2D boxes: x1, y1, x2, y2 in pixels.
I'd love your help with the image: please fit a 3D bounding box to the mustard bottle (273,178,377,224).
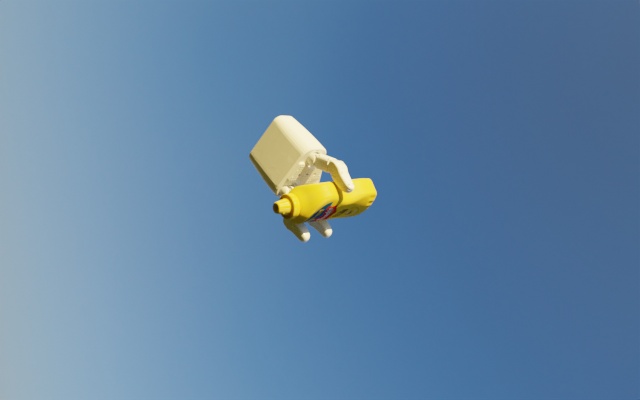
[{"bbox_3d":[0.000,0.003,0.799,0.191,0.058,0.096,-6,-20,-43],"label":"mustard bottle"}]
